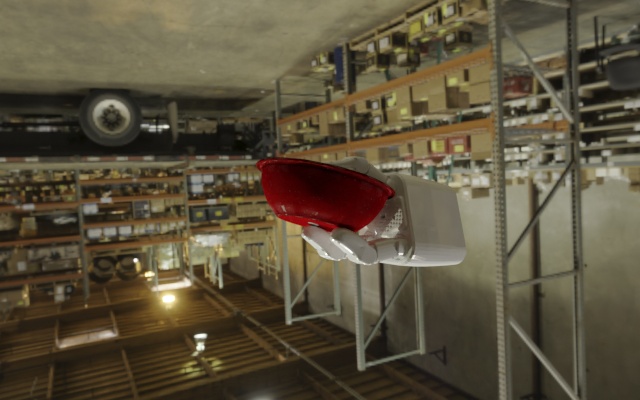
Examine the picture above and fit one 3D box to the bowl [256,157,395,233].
[{"bbox_3d":[-0.001,0.002,0.542,0.162,0.055,0.162,13,-9,2],"label":"bowl"}]
